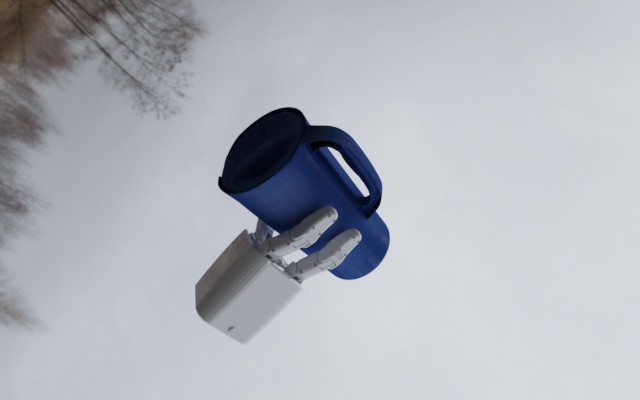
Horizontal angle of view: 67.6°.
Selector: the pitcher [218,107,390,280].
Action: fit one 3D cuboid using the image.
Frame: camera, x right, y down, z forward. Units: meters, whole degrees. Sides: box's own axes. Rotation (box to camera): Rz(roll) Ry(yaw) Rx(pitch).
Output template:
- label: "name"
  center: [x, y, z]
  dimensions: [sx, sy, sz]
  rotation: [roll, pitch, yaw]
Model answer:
- label: "pitcher"
  center: [0.000, 0.002, 0.625]
  dimensions: [0.243, 0.145, 0.149]
  rotation: [45, -4, -37]
